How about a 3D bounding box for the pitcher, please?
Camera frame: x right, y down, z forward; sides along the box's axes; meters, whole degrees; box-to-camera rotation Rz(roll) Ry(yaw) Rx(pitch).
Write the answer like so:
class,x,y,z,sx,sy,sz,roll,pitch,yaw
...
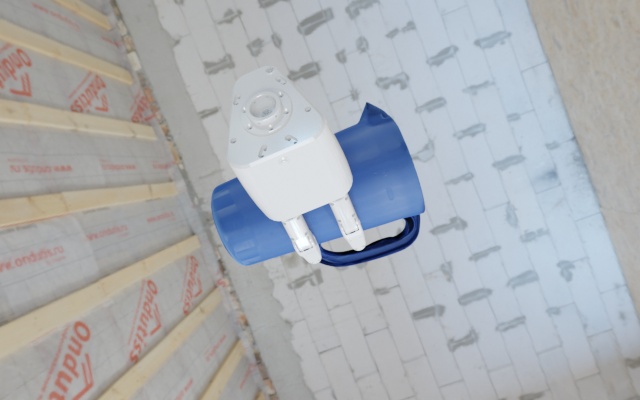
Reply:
class,x,y,z,sx,sy,sz,roll,pitch,yaw
pitcher,0.000,0.002,0.591,0.243,0.149,0.145,-21,-29,5
